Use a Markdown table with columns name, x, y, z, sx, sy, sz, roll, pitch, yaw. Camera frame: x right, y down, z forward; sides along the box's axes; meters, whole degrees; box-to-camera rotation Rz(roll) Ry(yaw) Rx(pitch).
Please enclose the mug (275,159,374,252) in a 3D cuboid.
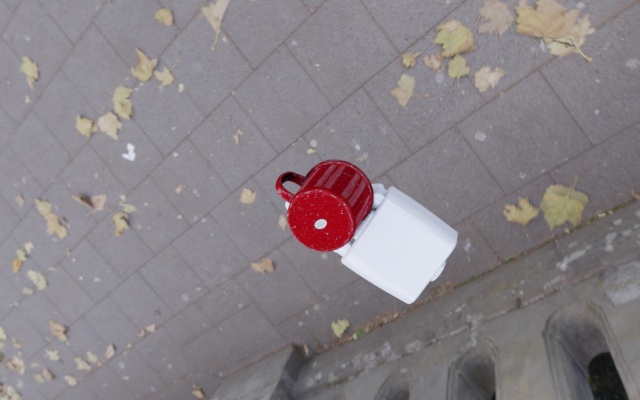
| name | x | y | z | sx | sy | sz | roll | pitch | yaw |
| --- | --- | --- | --- | --- | --- | --- | --- | --- | --- |
| mug | -0.001 | 0.001 | 0.566 | 0.117 | 0.093 | 0.081 | 31 | 29 | 2 |
